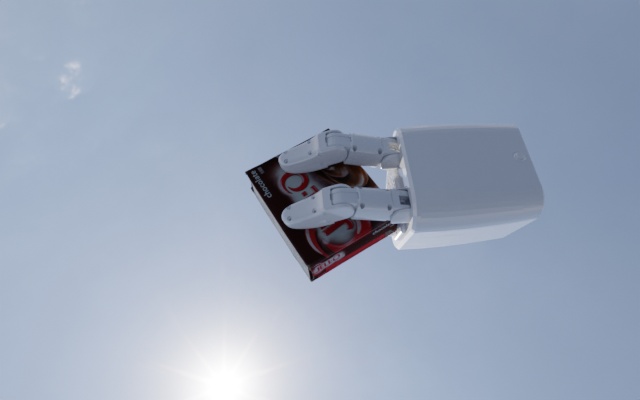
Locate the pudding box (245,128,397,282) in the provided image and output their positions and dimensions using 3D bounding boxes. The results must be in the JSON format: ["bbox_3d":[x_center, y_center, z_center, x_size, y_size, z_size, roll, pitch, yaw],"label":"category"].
[{"bbox_3d":[0.000,0.001,0.421,0.090,0.113,0.039,-29,-30,-15],"label":"pudding box"}]
